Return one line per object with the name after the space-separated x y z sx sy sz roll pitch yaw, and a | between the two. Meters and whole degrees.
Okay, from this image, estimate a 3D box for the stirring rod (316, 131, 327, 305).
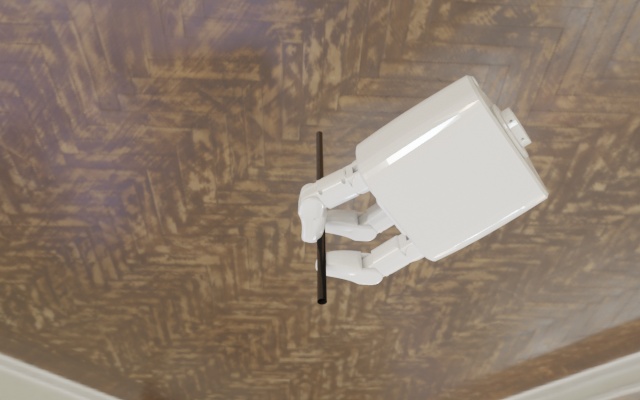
0.000 0.001 0.474 0.011 0.011 0.239 0 42 -1 | stirring rod
